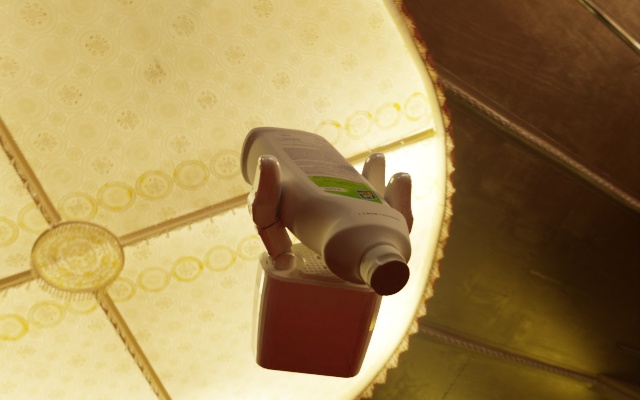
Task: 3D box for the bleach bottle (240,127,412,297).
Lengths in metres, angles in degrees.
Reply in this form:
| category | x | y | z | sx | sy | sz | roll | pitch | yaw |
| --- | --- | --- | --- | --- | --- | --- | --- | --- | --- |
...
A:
| category | x | y | z | sx | sy | sz | roll | pitch | yaw |
| --- | --- | --- | --- | --- | --- | --- | --- | --- | --- |
| bleach bottle | 0.000 | 0.001 | 0.418 | 0.102 | 0.068 | 0.250 | 3 | 22 | -20 |
